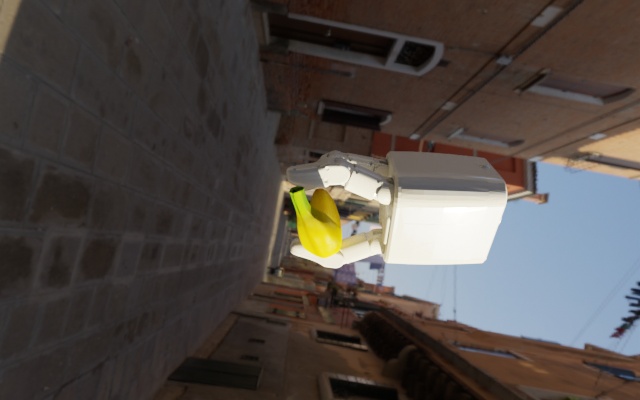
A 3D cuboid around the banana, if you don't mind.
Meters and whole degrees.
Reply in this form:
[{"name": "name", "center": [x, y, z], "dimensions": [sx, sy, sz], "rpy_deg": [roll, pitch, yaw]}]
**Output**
[{"name": "banana", "center": [0.002, 0.020, 0.479], "dimensions": [0.037, 0.069, 0.198], "rpy_deg": [-6, 0, 3]}]
